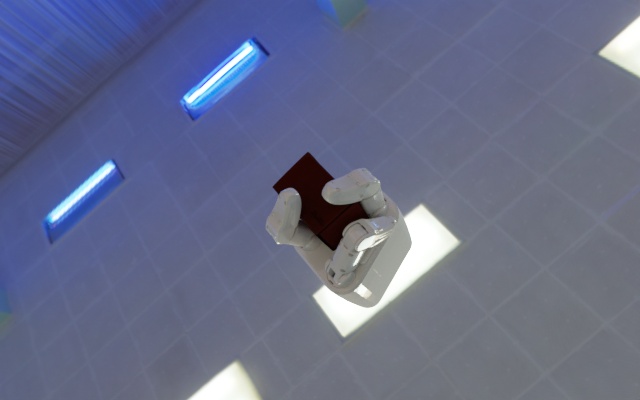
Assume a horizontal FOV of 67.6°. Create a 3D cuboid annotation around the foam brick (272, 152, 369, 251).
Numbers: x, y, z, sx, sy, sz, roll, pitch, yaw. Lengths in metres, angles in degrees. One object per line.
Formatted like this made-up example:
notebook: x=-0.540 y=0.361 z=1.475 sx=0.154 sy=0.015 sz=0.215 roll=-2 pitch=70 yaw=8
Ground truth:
foam brick: x=0.000 y=0.001 z=0.480 sx=0.078 sy=0.053 sz=0.051 roll=47 pitch=0 yaw=30
